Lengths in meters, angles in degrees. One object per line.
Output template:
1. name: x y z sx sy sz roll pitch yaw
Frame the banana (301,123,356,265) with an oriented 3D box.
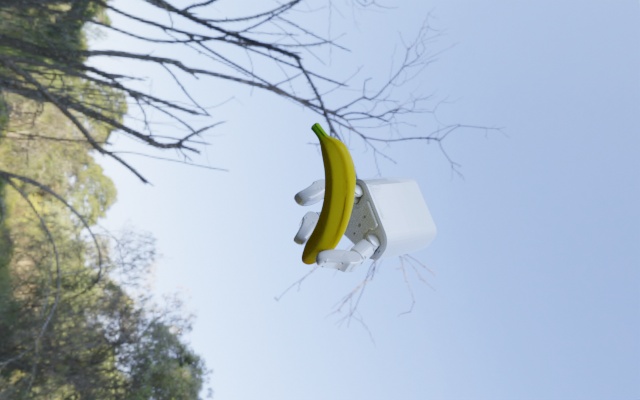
1. banana: 0.011 0.006 0.603 0.037 0.198 0.069 -10 28 -34
